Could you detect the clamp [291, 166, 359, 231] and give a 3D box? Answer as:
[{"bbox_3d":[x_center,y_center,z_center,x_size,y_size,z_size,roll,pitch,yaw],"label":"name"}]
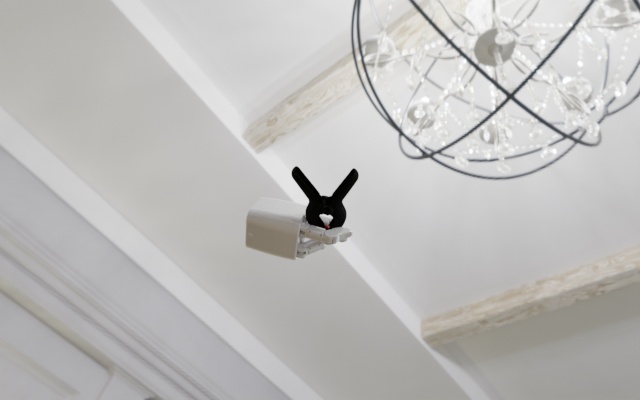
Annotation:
[{"bbox_3d":[0.000,0.003,0.898,0.120,0.172,0.039,13,37,5],"label":"clamp"}]
